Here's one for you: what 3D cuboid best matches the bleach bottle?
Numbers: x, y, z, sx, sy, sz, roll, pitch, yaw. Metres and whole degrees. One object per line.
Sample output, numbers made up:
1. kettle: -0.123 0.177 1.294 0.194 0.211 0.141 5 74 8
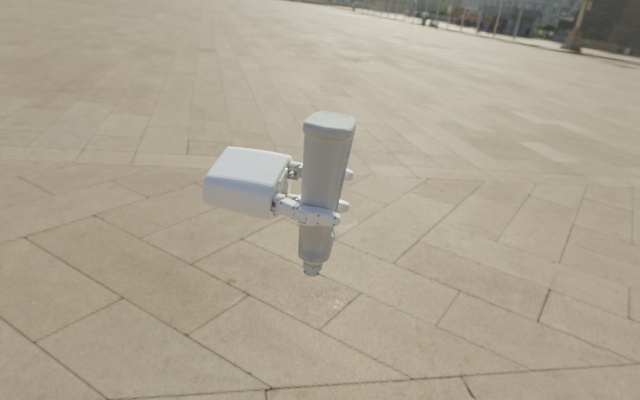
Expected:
1. bleach bottle: 0.000 0.002 0.704 0.068 0.251 0.102 12 23 9
